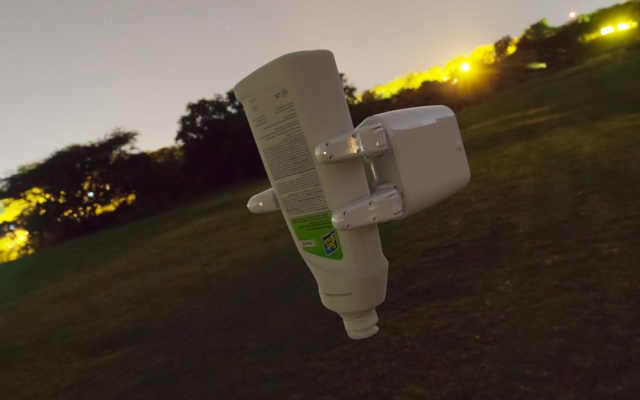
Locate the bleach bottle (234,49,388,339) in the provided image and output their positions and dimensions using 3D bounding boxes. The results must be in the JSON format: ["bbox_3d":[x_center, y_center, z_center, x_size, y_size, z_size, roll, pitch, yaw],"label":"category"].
[{"bbox_3d":[0.000,0.001,0.434,0.068,0.251,0.102,-19,5,-38],"label":"bleach bottle"}]
